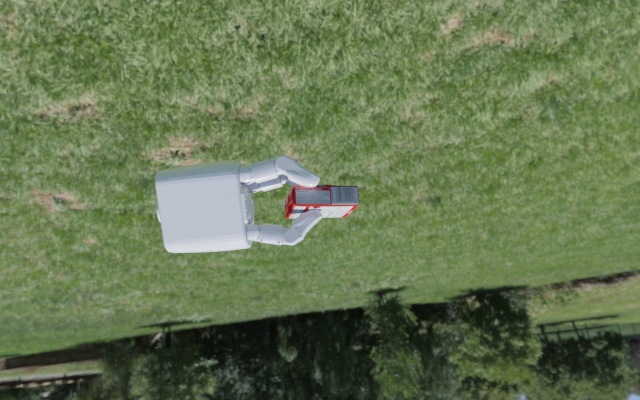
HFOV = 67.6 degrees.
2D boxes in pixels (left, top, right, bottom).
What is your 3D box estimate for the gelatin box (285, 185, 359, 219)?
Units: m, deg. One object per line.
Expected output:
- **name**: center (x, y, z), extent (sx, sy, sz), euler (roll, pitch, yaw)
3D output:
- **gelatin box**: center (0.000, 0.003, 0.643), extent (0.089, 0.030, 0.073), euler (0, -15, -12)
